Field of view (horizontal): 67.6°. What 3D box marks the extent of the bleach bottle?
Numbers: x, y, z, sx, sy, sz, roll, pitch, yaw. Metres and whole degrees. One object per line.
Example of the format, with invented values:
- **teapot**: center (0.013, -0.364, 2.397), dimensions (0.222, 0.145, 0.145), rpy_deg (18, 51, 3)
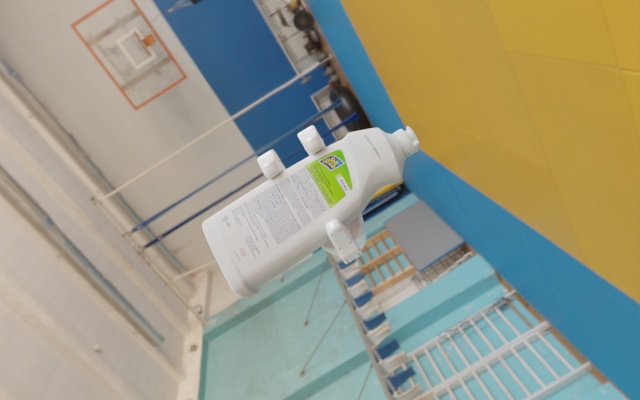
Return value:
- **bleach bottle**: center (0.000, 0.002, 0.529), dimensions (0.251, 0.102, 0.068), rpy_deg (-31, -16, 2)
